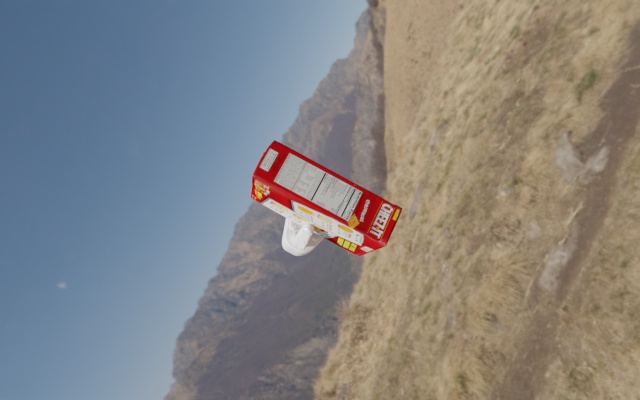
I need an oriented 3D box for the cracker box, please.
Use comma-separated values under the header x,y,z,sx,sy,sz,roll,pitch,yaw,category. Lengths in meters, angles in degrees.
x,y,z,sx,sy,sz,roll,pitch,yaw,category
0.000,0.003,0.744,0.214,0.072,0.164,28,-14,-3,cracker box
